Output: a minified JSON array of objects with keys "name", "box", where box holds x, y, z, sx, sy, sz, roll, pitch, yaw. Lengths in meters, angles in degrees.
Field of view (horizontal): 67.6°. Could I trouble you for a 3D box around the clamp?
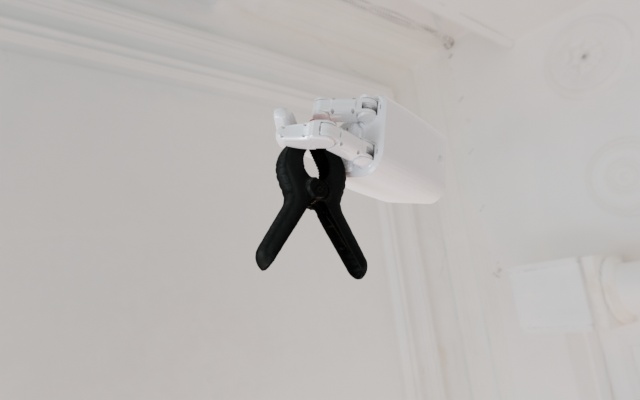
[{"name":"clamp","box":[0.000,0.002,0.492,0.120,0.171,0.039,22,-27,-31]}]
